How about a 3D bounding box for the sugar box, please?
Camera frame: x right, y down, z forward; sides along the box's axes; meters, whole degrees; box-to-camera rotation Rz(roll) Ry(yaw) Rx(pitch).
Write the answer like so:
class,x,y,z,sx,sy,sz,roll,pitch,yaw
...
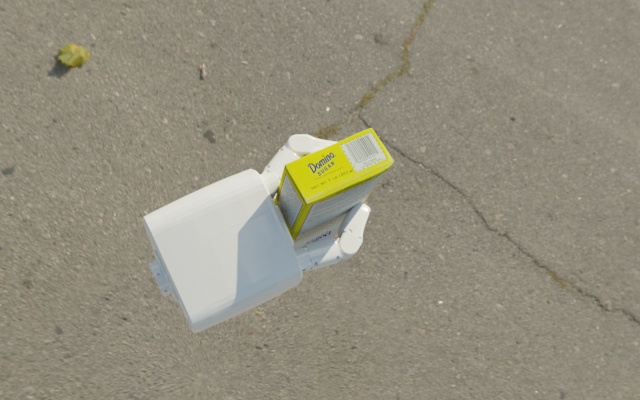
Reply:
class,x,y,z,sx,sy,sz,roll,pitch,yaw
sugar box,0.000,0.001,0.481,0.093,0.048,0.176,-24,-13,-21
